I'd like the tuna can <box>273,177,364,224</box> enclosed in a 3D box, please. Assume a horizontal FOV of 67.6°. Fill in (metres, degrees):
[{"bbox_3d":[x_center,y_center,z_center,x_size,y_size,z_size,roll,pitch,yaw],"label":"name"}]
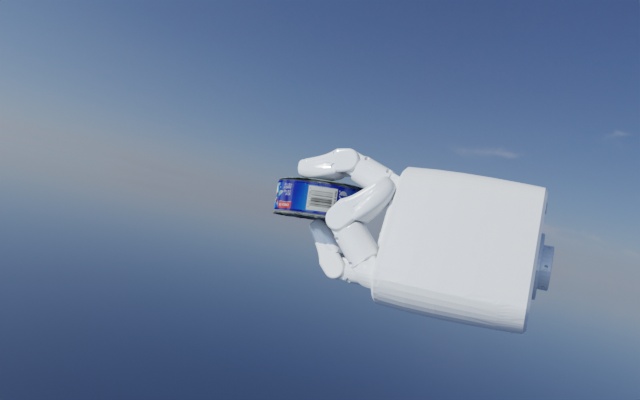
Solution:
[{"bbox_3d":[0.000,0.001,0.448,0.086,0.034,0.086,8,-4,1],"label":"tuna can"}]
